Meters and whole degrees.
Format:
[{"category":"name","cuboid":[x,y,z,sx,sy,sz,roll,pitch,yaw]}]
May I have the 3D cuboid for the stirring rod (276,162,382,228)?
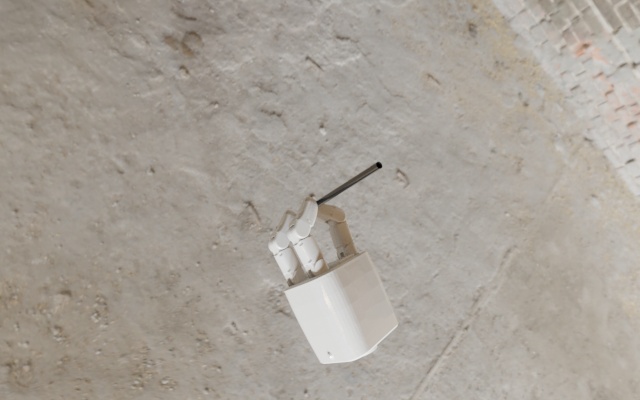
[{"category":"stirring rod","cuboid":[0.000,0.002,0.588,0.011,0.011,0.239,0,-19,-32]}]
